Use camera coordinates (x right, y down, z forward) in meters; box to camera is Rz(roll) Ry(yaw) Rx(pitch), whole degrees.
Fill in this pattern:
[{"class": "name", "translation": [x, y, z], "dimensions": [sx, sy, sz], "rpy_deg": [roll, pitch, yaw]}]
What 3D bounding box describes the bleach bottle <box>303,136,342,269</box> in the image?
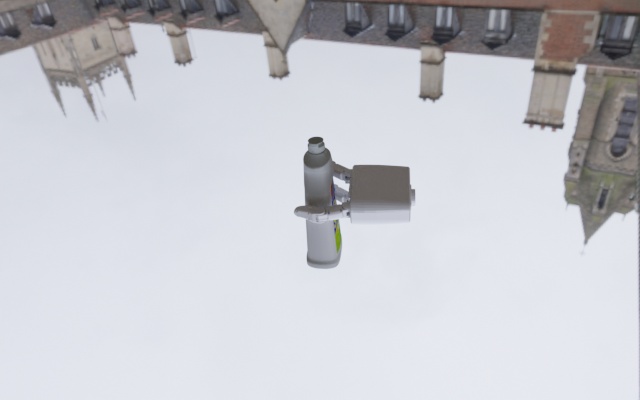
[{"class": "bleach bottle", "translation": [0.000, 0.003, 0.892], "dimensions": [0.068, 0.251, 0.102], "rpy_deg": [1, 35, 10]}]
